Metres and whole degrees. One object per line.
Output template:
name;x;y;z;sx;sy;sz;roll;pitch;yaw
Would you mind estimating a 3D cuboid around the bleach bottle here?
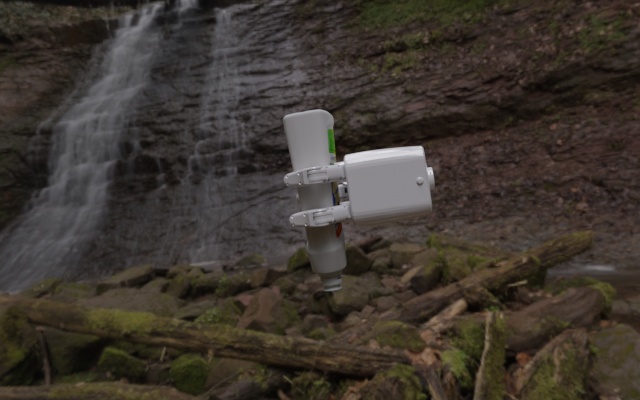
bleach bottle;0.000;0.002;0.689;0.068;0.251;0.102;-8;2;9
